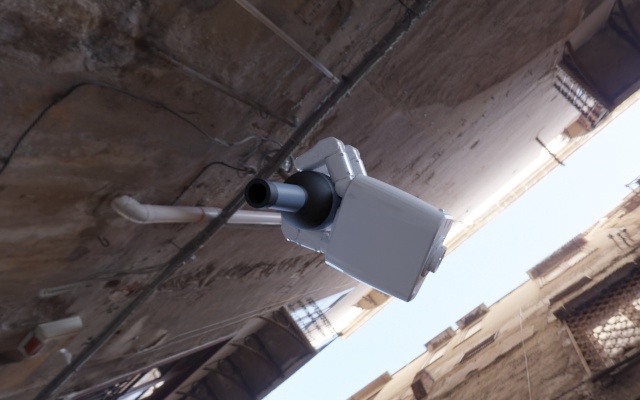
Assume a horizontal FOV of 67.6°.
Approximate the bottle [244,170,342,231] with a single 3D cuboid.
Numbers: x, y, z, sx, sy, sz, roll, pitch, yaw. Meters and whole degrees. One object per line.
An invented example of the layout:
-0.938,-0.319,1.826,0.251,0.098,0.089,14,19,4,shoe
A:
0.000,0.002,0.560,0.069,0.069,0.296,0,-3,23,bottle
